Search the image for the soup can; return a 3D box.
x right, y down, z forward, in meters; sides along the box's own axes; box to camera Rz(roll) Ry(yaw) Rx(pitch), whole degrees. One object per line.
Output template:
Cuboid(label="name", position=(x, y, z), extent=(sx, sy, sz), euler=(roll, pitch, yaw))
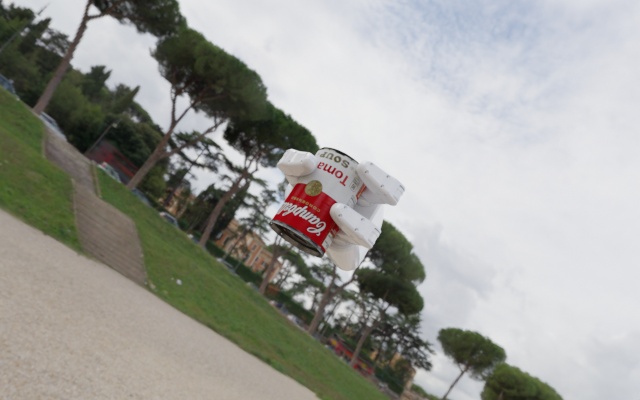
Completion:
Cuboid(label="soup can", position=(0.000, 0.001, 0.518), extent=(0.068, 0.102, 0.068), euler=(30, -16, 10))
